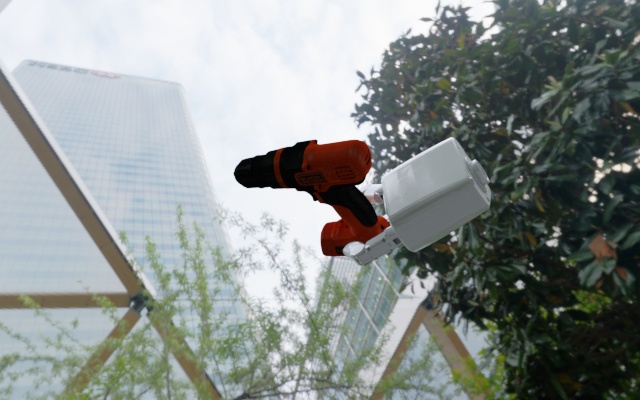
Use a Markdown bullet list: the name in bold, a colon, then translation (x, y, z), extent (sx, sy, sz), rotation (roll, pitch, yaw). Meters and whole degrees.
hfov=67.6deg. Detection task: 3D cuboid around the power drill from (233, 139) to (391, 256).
- **power drill**: translation (0.001, 0.002, 0.623), extent (0.184, 0.057, 0.188), rotation (-4, -39, 29)
